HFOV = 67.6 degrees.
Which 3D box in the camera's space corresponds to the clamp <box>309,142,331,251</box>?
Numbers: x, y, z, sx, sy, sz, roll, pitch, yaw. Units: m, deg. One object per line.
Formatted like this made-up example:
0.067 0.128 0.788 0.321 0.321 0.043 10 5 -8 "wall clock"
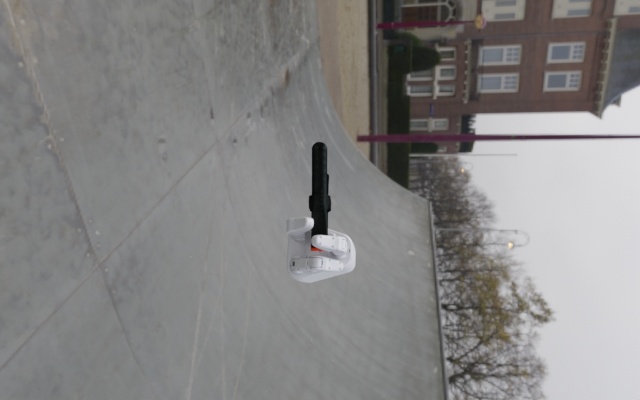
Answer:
0.001 0.003 0.787 0.039 0.171 0.120 1 -15 9 "clamp"
